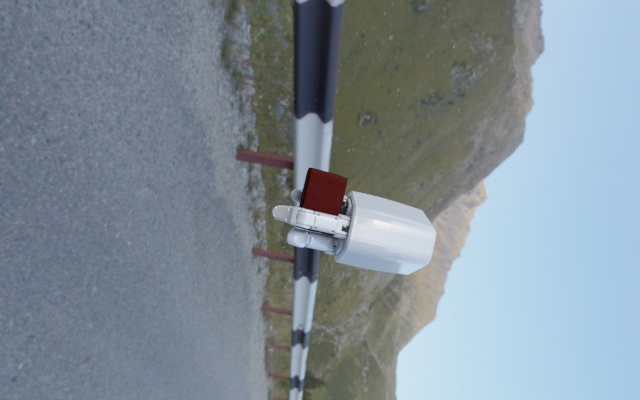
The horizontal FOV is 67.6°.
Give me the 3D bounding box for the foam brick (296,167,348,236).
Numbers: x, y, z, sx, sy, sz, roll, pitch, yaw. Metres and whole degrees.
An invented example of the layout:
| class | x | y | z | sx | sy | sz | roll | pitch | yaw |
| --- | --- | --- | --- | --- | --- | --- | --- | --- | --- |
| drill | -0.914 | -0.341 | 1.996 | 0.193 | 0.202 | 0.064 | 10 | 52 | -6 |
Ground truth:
| class | x | y | z | sx | sy | sz | roll | pitch | yaw |
| --- | --- | --- | --- | --- | --- | --- | --- | --- | --- |
| foam brick | 0.000 | 0.002 | 0.619 | 0.051 | 0.078 | 0.053 | 13 | -1 | -4 |
